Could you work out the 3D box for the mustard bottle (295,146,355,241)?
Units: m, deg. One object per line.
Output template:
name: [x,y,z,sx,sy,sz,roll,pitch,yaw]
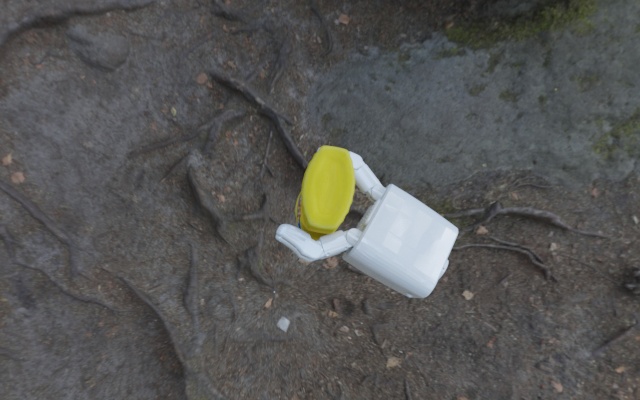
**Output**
mustard bottle: [0.000,0.002,0.609,0.058,0.096,0.192,9,-11,-4]
